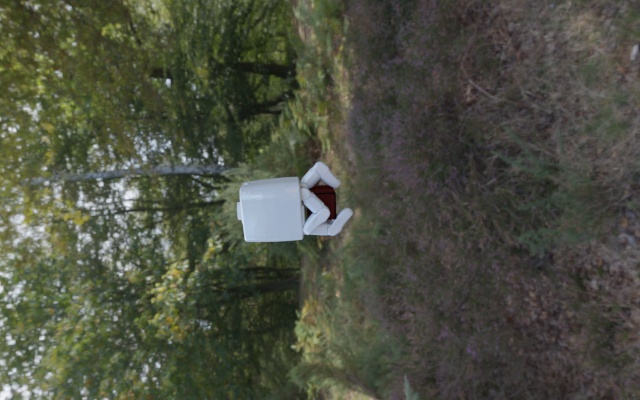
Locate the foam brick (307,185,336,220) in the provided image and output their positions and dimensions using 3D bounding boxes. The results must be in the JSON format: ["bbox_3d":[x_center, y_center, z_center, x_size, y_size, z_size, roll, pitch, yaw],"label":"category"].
[{"bbox_3d":[0.000,0.003,0.897,0.051,0.053,0.078,-3,12,-4],"label":"foam brick"}]
